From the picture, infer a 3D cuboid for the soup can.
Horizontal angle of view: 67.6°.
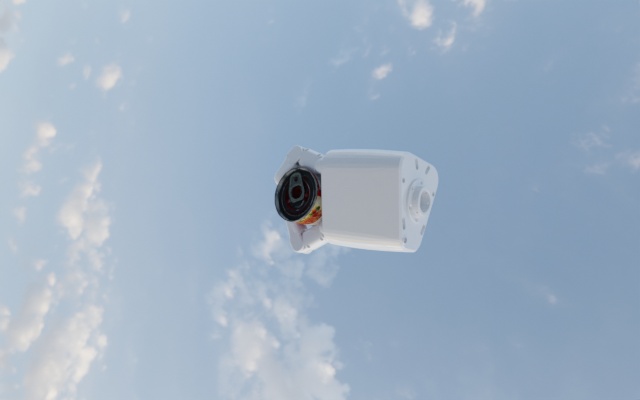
[{"bbox_3d":[0.000,0.002,0.616,0.068,0.068,0.102,0,-11,39],"label":"soup can"}]
